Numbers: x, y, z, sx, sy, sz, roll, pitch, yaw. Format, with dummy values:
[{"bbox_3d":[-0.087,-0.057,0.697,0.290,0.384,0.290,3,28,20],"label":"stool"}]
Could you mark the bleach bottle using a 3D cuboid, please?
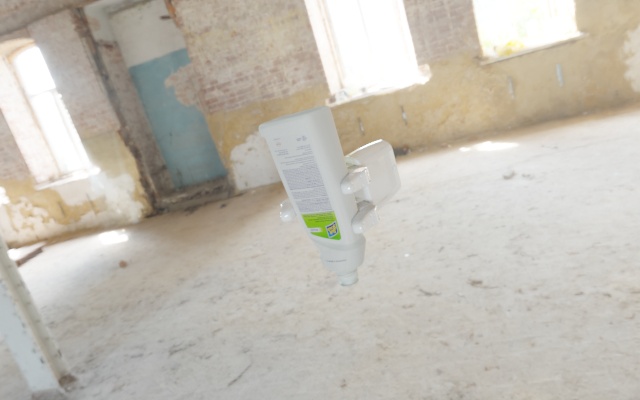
[{"bbox_3d":[0.000,0.002,0.664,0.102,0.251,0.068,-4,19,40],"label":"bleach bottle"}]
